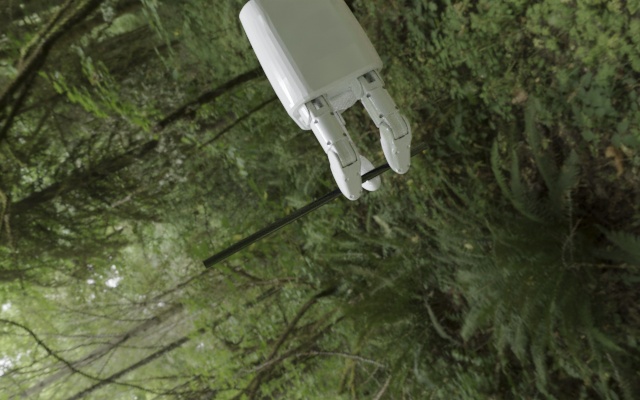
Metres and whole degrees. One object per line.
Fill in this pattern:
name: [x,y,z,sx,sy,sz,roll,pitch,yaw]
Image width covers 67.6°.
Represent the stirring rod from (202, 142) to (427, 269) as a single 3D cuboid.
stirring rod: [0.000,0.001,0.450,0.239,0.011,0.011,-28,6,-12]
